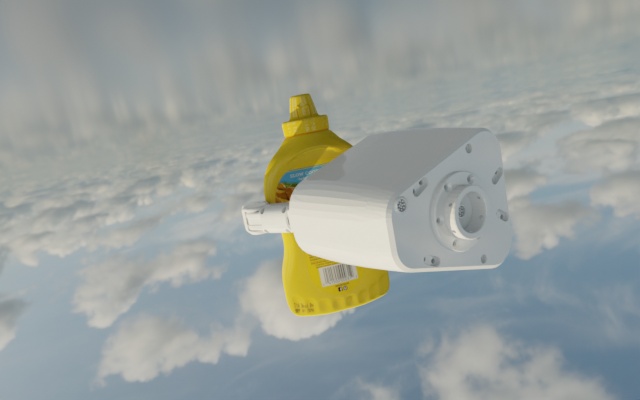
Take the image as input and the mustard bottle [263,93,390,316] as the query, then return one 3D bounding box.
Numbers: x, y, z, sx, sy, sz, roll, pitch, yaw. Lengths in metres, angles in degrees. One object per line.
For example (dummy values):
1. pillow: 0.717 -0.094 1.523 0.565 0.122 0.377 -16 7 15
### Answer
1. mustard bottle: 0.000 0.002 0.430 0.096 0.191 0.058 -12 10 -7
